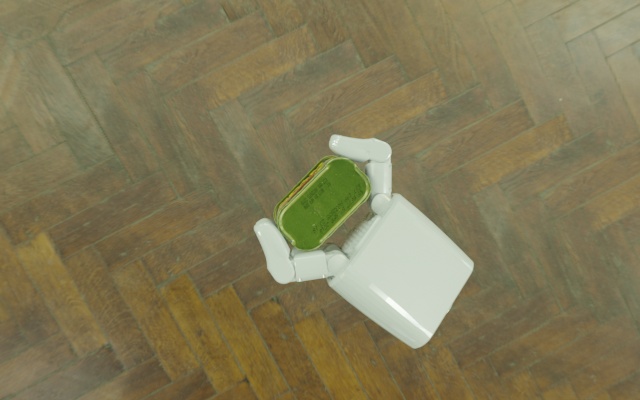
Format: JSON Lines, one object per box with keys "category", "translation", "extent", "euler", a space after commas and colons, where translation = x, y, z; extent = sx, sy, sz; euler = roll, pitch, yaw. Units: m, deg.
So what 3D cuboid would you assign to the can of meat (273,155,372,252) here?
{"category": "can of meat", "translation": [0.000, 0.001, 0.484], "extent": [0.057, 0.102, 0.084], "euler": [45, -1, -6]}
